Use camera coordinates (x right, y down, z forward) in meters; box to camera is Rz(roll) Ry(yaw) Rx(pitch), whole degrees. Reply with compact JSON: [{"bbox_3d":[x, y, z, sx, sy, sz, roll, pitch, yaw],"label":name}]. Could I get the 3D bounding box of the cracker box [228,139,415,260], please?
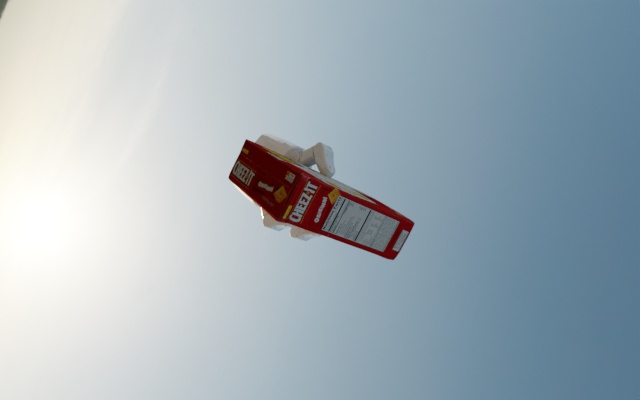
[{"bbox_3d":[0.000,0.002,0.669,0.214,0.072,0.164,22,7,-38],"label":"cracker box"}]
